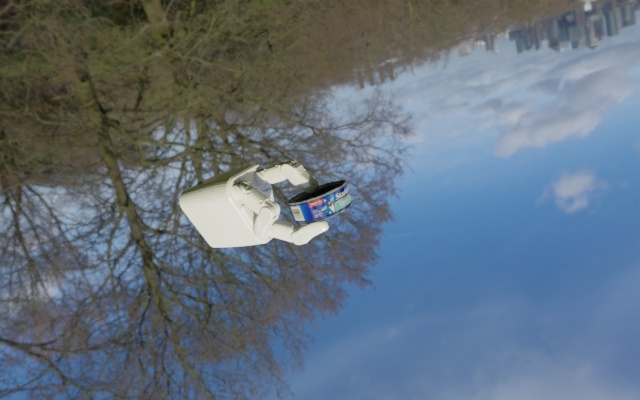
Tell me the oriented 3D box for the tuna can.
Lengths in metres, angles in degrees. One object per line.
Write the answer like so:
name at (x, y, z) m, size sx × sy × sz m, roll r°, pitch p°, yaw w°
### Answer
tuna can at (0.000, 0.003, 0.668) m, size 0.086 × 0.034 × 0.086 m, roll -20°, pitch 10°, yaw 4°
